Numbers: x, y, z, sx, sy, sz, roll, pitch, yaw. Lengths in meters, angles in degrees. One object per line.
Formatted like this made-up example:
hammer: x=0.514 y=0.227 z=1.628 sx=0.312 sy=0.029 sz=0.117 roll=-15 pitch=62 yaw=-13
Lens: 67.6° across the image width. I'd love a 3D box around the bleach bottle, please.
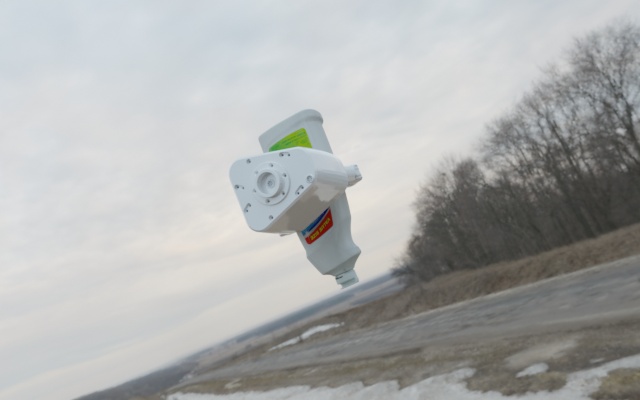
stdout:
bleach bottle: x=0.000 y=0.002 z=0.687 sx=0.102 sy=0.250 sz=0.068 roll=-27 pitch=-10 yaw=19
